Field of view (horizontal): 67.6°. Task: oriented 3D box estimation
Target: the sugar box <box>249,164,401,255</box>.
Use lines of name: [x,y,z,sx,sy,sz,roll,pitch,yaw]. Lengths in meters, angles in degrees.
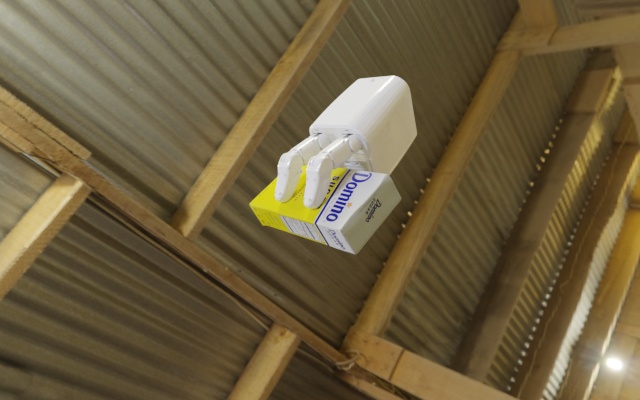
sugar box: [0.000,0.001,0.579,0.176,0.048,0.093,9,49,50]
